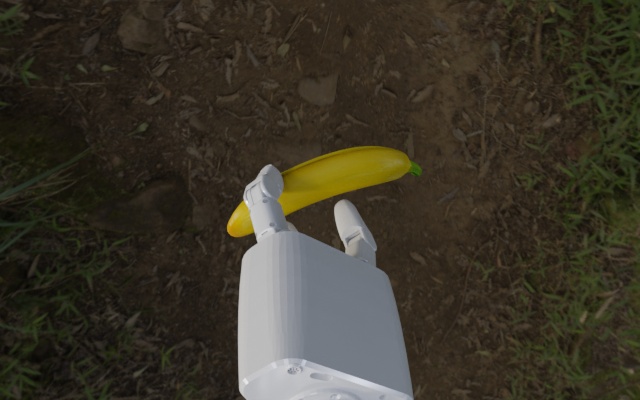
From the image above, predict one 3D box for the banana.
[{"bbox_3d":[-0.001,-0.011,0.439,0.198,0.037,0.070,-17,-39,2],"label":"banana"}]
